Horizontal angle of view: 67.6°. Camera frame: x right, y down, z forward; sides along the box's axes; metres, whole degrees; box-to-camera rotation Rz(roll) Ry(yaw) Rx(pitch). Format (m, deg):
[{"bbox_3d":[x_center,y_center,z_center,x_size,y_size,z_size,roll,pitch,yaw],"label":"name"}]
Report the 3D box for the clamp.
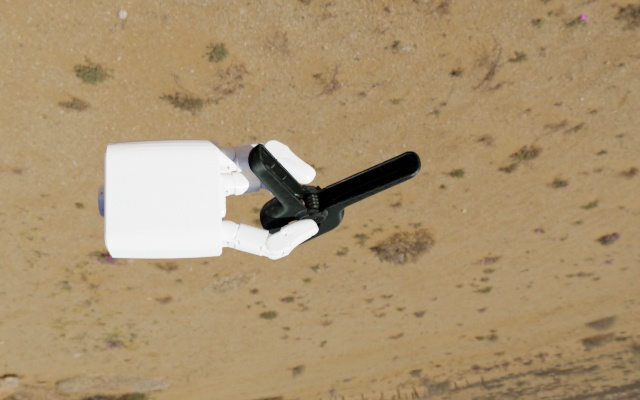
[{"bbox_3d":[0.000,0.003,0.505,0.164,0.036,0.210,-2,-25,-14],"label":"clamp"}]
